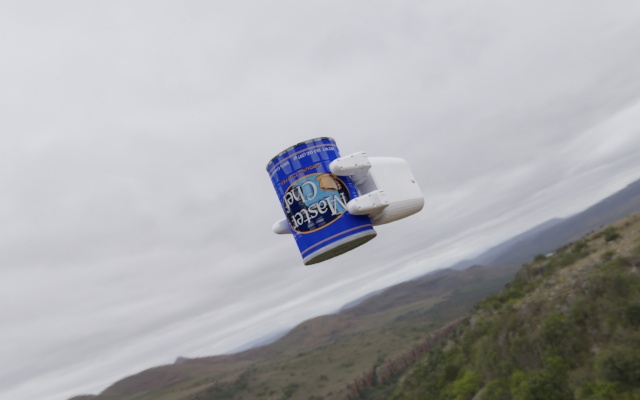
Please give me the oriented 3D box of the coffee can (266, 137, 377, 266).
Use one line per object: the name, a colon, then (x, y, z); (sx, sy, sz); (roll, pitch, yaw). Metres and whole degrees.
coffee can: (0.000, 0.002, 0.632); (0.103, 0.140, 0.103); (-22, -12, -5)
